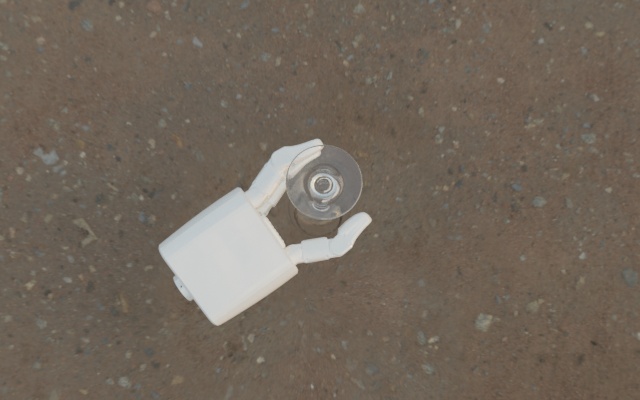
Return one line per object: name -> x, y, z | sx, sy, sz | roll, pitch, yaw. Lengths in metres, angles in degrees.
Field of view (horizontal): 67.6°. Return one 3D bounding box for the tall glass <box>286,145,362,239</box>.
tall glass -> 0.000, 0.002, 0.555 | 0.079, 0.079, 0.201 | 0, -11, -2
